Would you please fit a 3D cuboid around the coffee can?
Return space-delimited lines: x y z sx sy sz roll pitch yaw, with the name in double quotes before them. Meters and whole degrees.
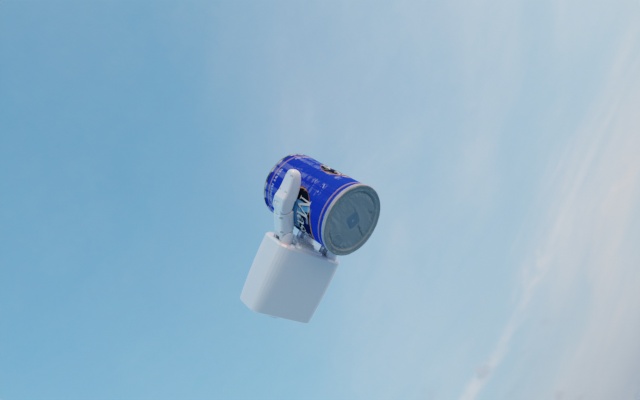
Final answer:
"coffee can" 0.000 0.002 0.682 0.103 0.103 0.140 0 21 -43
